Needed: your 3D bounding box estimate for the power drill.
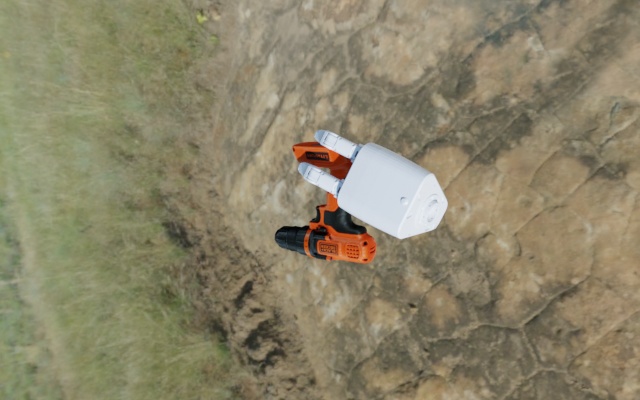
[{"bbox_3d":[0.000,0.002,0.759,0.184,0.188,0.057,5,17,30],"label":"power drill"}]
